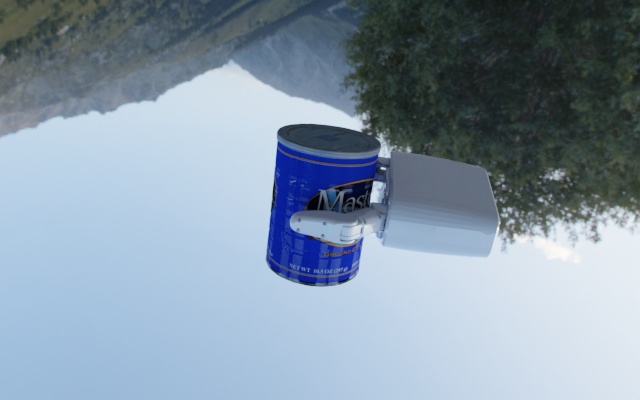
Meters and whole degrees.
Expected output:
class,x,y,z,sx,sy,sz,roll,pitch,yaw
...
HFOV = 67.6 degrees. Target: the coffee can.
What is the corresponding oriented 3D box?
class,x,y,z,sx,sy,sz,roll,pitch,yaw
coffee can,0.000,0.001,0.492,0.103,0.140,0.102,7,21,-3
